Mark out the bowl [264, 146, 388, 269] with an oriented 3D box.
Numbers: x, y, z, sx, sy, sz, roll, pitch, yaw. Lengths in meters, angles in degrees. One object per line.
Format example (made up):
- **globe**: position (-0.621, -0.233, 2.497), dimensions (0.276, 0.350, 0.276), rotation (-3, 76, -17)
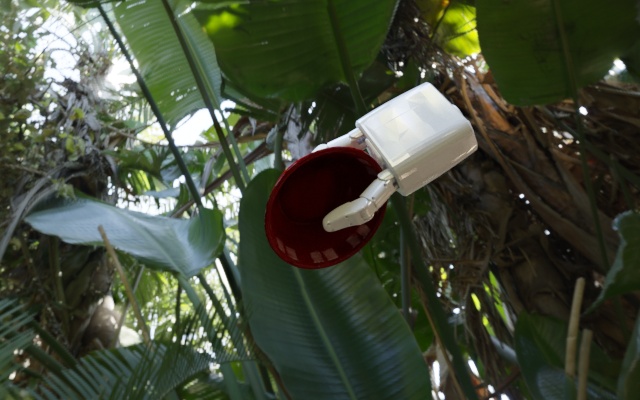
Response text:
- **bowl**: position (-0.001, 0.002, 0.582), dimensions (0.162, 0.162, 0.055), rotation (0, 25, -28)
